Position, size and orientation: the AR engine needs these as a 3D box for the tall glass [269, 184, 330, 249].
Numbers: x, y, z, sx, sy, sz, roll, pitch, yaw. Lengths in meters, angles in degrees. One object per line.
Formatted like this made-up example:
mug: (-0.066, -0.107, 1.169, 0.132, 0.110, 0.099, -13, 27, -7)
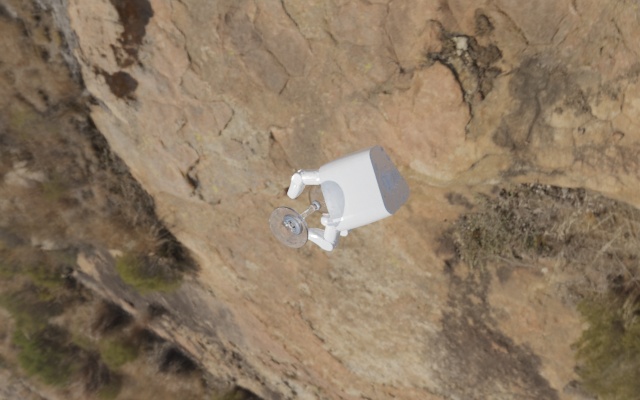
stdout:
tall glass: (0.000, 0.003, 0.830, 0.079, 0.079, 0.201, 0, 24, 34)
